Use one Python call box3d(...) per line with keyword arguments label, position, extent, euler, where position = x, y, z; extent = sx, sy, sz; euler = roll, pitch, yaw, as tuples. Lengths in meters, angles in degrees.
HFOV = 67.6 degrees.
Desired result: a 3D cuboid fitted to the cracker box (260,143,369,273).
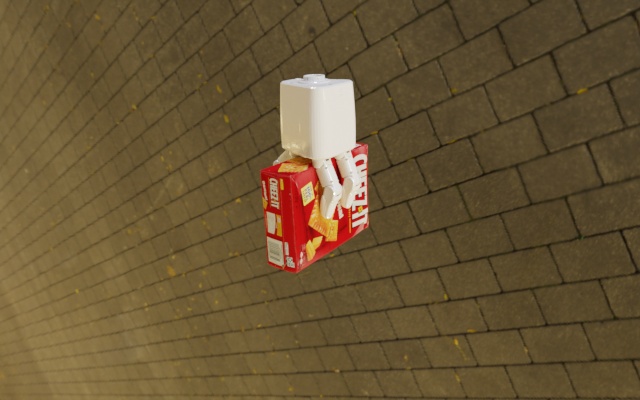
box3d(label="cracker box", position=(0.000, 0.003, 0.803), extent=(0.072, 0.164, 0.213), euler=(14, 26, 35))
